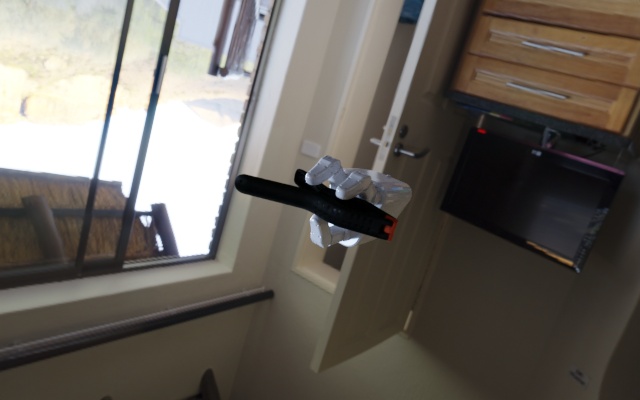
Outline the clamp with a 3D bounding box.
[{"bbox_3d":[0.000,0.003,0.641,0.210,0.036,0.164,25,18,30],"label":"clamp"}]
